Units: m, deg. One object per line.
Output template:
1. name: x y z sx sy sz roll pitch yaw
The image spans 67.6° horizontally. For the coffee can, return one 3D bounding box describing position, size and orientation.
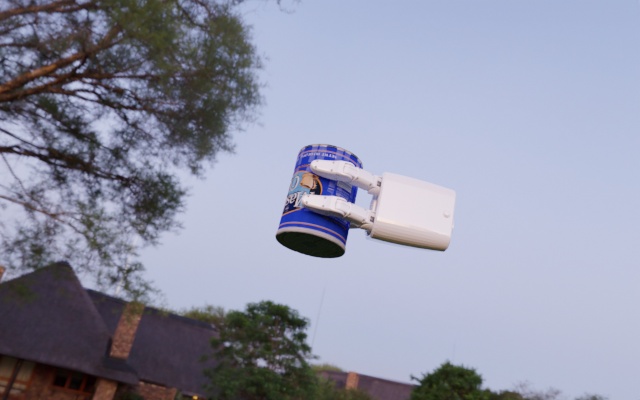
1. coffee can: 0.000 0.002 0.708 0.103 0.140 0.103 12 -23 5
